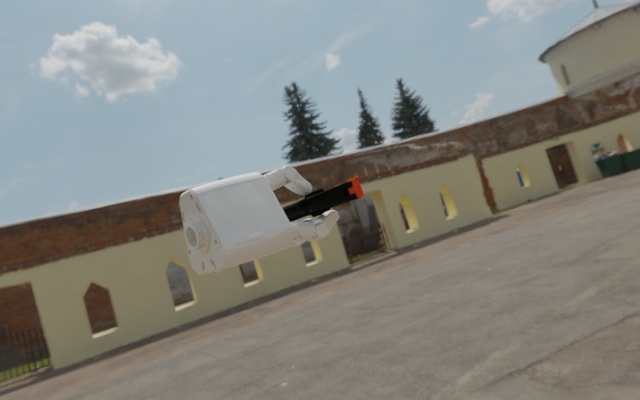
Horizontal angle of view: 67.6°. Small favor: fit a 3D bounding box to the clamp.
[{"bbox_3d":[0.000,0.002,0.725,0.164,0.036,0.210,-21,-1,-43],"label":"clamp"}]
